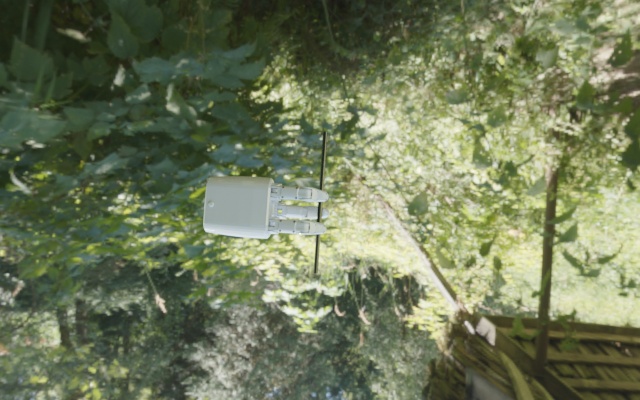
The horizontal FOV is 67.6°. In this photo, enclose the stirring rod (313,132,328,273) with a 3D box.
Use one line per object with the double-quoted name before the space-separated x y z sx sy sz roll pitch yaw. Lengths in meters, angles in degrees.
"stirring rod" 0.000 0.003 0.811 0.011 0.239 0.011 4 -3 0
